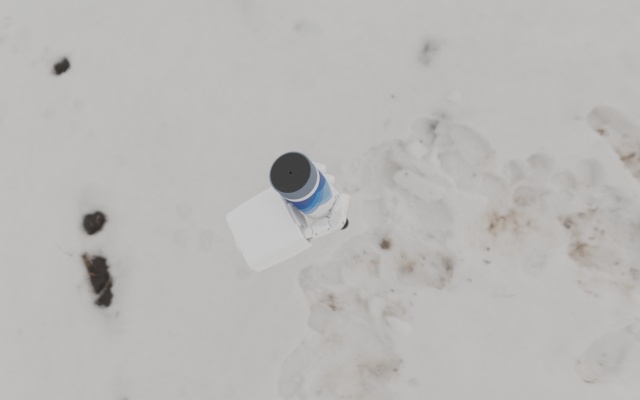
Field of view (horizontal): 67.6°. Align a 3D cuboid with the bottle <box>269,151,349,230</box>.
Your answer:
[{"bbox_3d":[0.000,0.003,0.817,0.069,0.069,0.296,0,-17,18],"label":"bottle"}]
